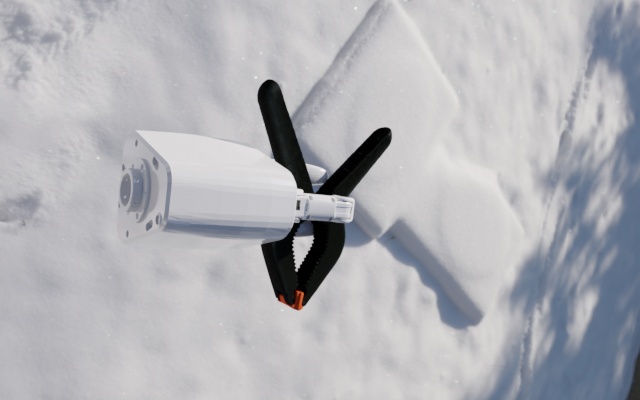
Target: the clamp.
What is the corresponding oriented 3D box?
[{"bbox_3d":[0.000,0.002,0.473,0.164,0.210,0.036,5,4,-37],"label":"clamp"}]
